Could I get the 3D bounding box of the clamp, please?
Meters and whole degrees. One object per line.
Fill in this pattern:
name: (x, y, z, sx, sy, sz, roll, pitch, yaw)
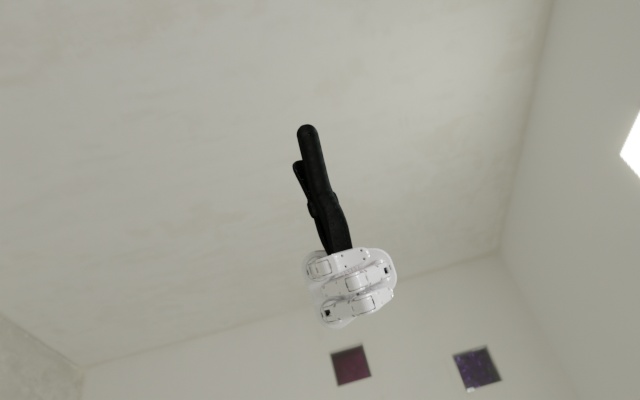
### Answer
clamp: (0.001, 0.002, 0.589, 0.039, 0.171, 0.120, -15, -7, -5)
